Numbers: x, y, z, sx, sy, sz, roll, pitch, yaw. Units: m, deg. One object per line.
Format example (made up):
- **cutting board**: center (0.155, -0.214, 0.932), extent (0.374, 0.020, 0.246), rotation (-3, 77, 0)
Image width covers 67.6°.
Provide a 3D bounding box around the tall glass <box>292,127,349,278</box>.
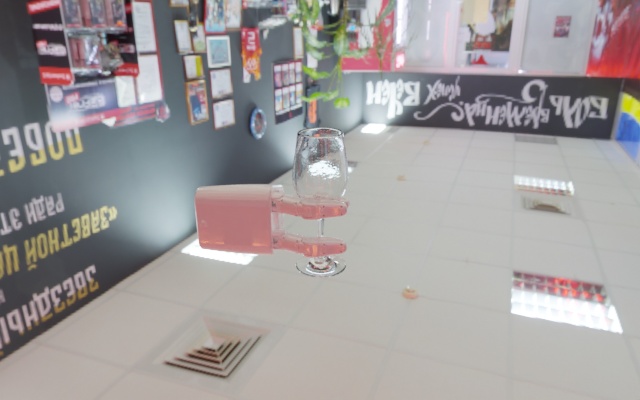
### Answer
- **tall glass**: center (0.000, 0.003, 0.671), extent (0.079, 0.201, 0.079), rotation (0, 20, 0)
